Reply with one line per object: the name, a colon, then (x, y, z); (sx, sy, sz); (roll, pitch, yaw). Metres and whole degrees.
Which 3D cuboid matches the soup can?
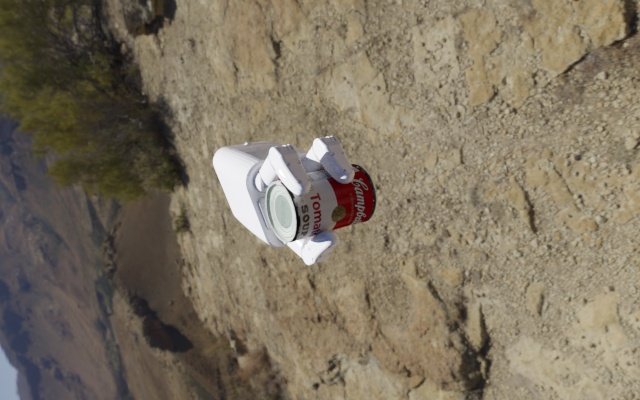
soup can: (0.000, 0.002, 0.517); (0.102, 0.068, 0.068); (-14, 7, -32)
